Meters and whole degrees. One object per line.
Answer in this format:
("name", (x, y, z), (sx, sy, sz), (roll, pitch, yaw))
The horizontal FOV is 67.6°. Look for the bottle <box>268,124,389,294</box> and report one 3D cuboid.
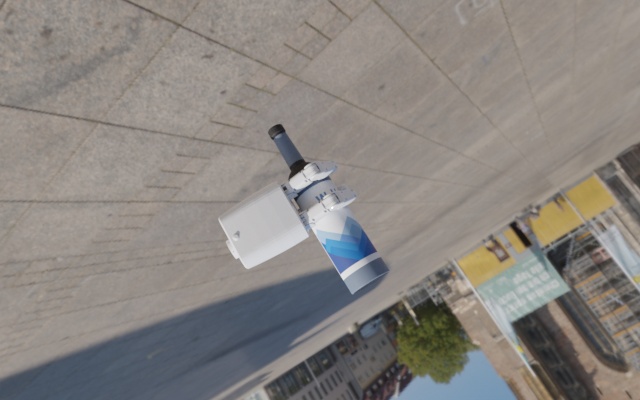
("bottle", (0.000, 0.003, 0.750), (0.069, 0.295, 0.069), (-30, -15, -9))
